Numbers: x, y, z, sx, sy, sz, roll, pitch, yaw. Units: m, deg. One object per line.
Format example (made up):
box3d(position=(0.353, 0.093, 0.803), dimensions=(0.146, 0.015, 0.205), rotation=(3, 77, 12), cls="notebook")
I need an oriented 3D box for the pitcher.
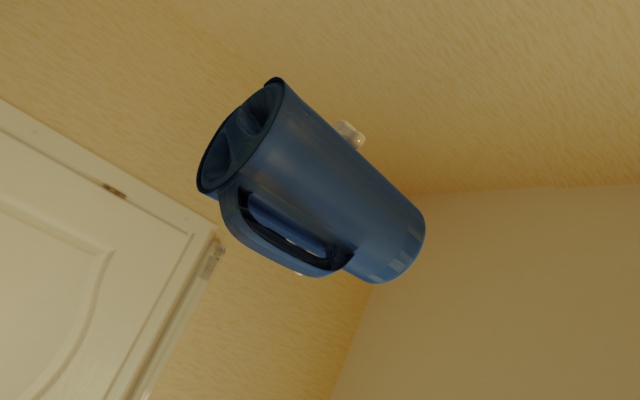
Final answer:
box3d(position=(0.000, 0.002, 0.506), dimensions=(0.243, 0.149, 0.145), rotation=(36, -5, -29), cls="pitcher")
